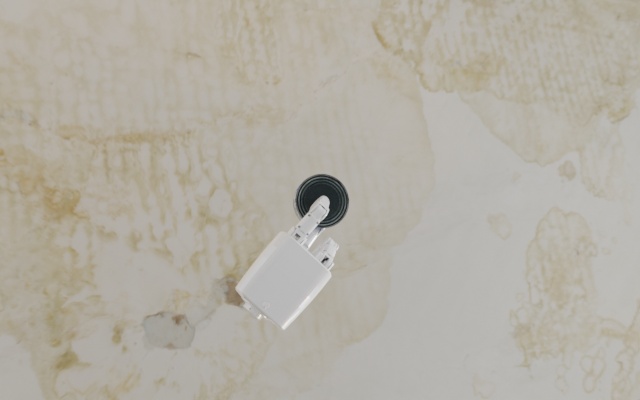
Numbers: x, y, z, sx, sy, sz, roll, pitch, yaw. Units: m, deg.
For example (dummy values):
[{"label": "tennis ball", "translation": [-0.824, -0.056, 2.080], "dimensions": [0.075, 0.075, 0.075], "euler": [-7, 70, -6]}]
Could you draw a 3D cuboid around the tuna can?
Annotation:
[{"label": "tuna can", "translation": [0.000, 0.003, 0.761], "dimensions": [0.086, 0.086, 0.034], "euler": [0, -7, -12]}]
